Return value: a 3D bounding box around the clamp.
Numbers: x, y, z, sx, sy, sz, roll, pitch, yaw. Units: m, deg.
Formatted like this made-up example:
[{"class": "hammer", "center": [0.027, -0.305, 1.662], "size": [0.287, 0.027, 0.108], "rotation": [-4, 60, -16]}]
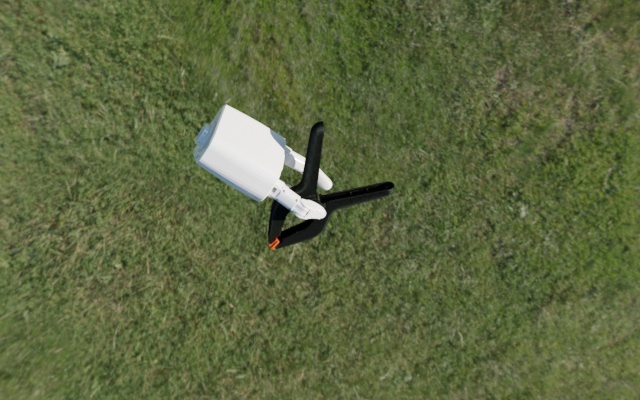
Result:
[{"class": "clamp", "center": [0.000, 0.003, 0.731], "size": [0.164, 0.210, 0.036], "rotation": [31, 20, -22]}]
